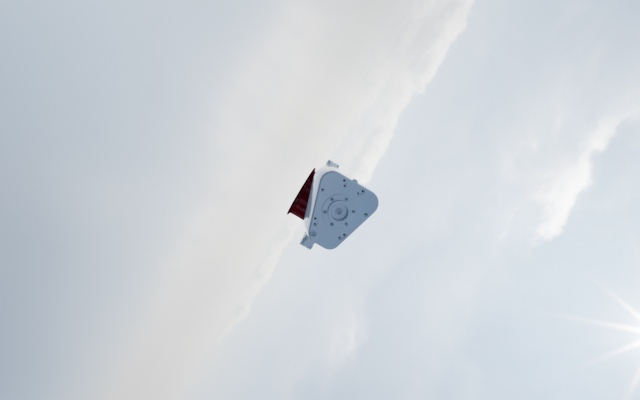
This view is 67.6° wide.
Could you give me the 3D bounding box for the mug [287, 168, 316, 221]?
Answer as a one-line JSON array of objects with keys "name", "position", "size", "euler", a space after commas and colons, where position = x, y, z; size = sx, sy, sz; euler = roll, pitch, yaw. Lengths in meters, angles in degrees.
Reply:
[{"name": "mug", "position": [0.000, 0.003, 0.831], "size": [0.081, 0.093, 0.117], "euler": [31, 5, -5]}]
